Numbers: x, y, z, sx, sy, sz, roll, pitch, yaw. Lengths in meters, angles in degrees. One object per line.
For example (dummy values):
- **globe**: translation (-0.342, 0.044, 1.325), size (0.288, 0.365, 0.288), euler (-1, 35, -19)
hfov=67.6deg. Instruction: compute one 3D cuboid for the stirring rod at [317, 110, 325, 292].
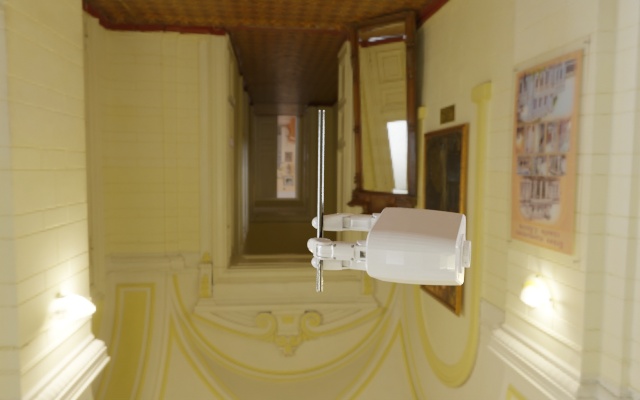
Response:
- **stirring rod**: translation (0.000, 0.002, 0.634), size (0.011, 0.239, 0.011), euler (1, 4, 0)
